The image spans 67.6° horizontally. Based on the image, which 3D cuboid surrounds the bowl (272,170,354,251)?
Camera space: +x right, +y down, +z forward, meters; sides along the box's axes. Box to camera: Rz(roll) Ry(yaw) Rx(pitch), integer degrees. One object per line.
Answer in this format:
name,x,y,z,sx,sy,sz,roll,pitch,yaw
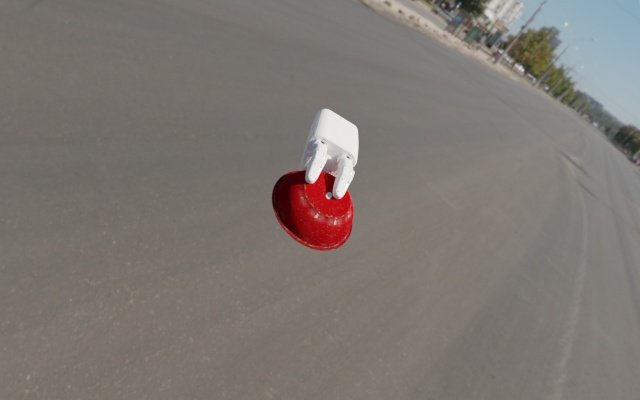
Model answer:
bowl,0.000,0.004,0.821,0.162,0.162,0.055,0,-30,-35
